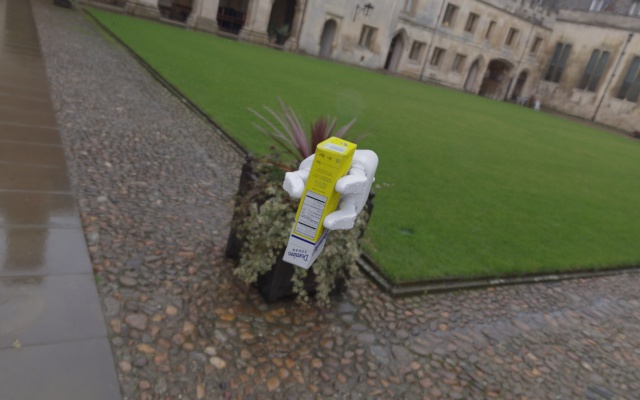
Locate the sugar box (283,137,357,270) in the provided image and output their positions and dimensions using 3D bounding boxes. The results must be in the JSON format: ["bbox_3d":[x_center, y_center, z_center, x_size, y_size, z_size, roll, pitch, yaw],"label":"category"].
[{"bbox_3d":[0.001,0.002,0.689,0.048,0.176,0.093,19,19,11],"label":"sugar box"}]
